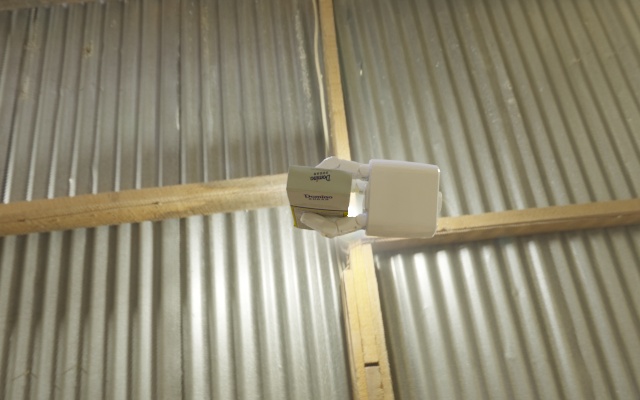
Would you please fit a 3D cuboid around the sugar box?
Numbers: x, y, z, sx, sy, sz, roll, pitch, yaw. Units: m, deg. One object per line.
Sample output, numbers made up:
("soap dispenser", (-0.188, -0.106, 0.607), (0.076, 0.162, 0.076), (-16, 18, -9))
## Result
("sugar box", (0.000, 0.002, 0.745), (0.093, 0.048, 0.176), (6, -23, 3))
